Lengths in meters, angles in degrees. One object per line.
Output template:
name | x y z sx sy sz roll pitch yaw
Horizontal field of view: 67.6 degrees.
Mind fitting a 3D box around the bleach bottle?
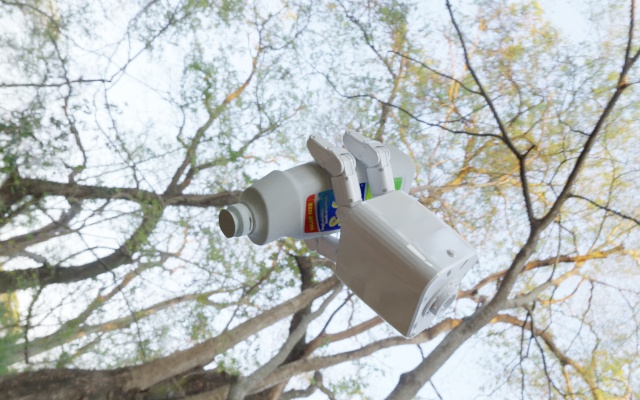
bleach bottle | 0.000 0.002 0.527 0.251 0.103 0.068 -17 47 -42
